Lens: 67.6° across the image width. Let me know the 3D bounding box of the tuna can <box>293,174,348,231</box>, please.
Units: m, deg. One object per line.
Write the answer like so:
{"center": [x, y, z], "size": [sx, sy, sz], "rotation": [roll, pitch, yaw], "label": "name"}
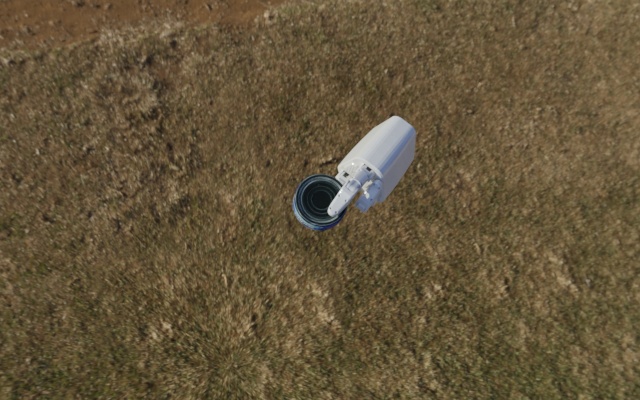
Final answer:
{"center": [0.000, 0.002, 0.748], "size": [0.086, 0.086, 0.034], "rotation": [0, -14, -7], "label": "tuna can"}
